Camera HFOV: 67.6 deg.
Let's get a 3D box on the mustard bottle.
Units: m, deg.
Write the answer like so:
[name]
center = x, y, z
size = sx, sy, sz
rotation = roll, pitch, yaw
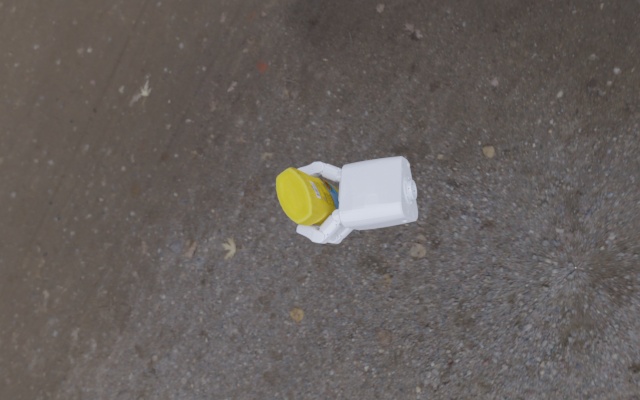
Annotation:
[mustard bottle]
center = 0.000, 0.003, 0.847
size = 0.058, 0.096, 0.191
rotation = -35, -22, 20
